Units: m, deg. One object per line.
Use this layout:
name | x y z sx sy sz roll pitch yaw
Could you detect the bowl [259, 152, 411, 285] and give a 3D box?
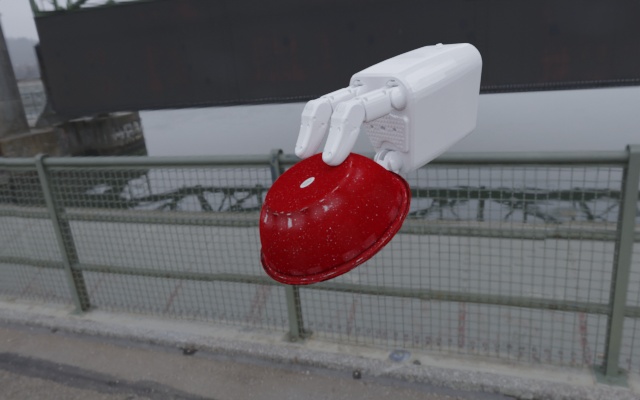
bowl | -0.001 0.002 0.450 0.162 0.055 0.162 -23 31 15
